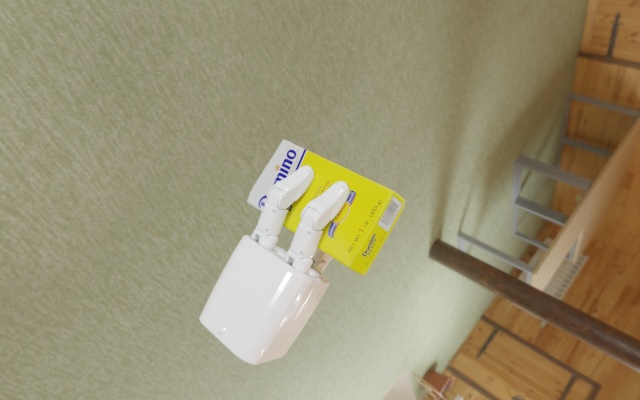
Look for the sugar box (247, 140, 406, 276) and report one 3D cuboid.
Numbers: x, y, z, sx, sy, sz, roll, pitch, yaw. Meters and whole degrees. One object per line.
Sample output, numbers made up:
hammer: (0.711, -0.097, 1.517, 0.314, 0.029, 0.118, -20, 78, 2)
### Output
sugar box: (0.000, 0.002, 0.545, 0.176, 0.093, 0.048, 28, -5, 36)
